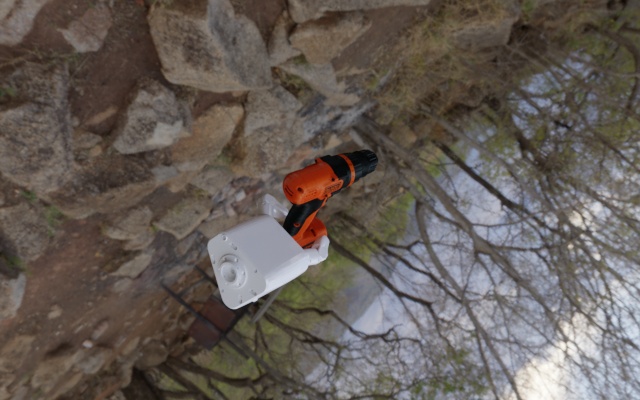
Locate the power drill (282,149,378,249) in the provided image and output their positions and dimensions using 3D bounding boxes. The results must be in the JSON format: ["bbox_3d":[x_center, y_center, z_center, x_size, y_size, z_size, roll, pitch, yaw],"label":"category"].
[{"bbox_3d":[0.000,0.003,0.776,0.184,0.188,0.057,-20,58,-37],"label":"power drill"}]
